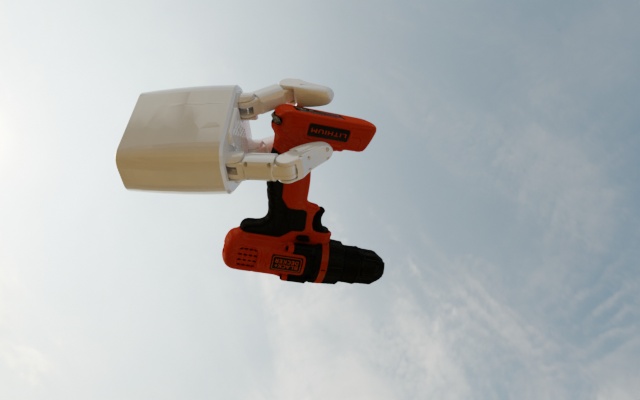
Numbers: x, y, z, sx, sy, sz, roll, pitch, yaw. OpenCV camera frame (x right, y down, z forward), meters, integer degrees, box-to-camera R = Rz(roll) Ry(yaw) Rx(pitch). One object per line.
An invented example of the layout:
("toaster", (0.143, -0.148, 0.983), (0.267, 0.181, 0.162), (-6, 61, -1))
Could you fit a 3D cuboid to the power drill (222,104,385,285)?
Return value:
("power drill", (0.000, 0.001, 0.511), (0.184, 0.188, 0.057), (9, 15, -16))
